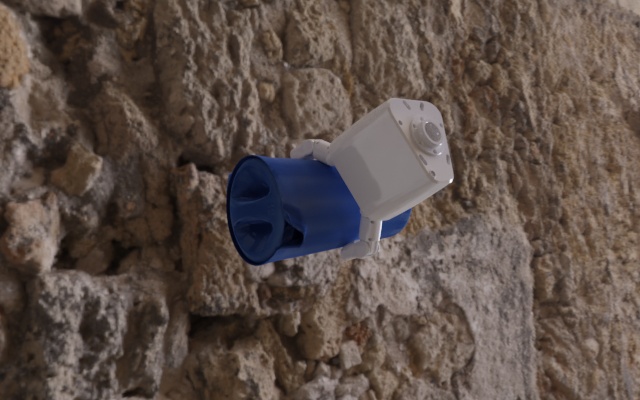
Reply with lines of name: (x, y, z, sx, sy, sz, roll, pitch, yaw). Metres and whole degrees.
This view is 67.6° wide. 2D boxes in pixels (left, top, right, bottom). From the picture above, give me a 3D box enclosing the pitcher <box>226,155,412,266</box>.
pitcher: (0.000, 0.002, 0.650, 0.243, 0.149, 0.145, -3, -21, -39)
